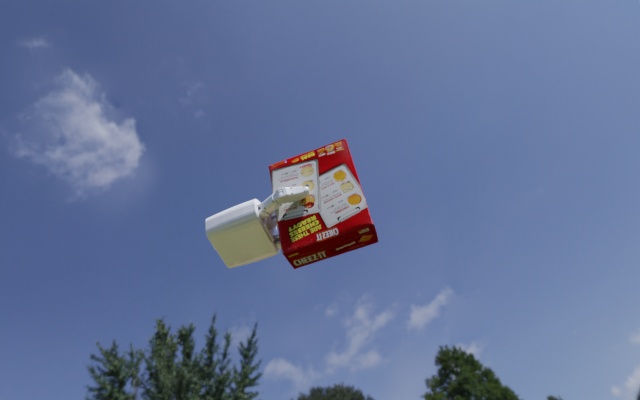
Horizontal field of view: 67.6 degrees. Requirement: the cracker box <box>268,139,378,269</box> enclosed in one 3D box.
[{"bbox_3d":[0.000,0.003,0.889,0.164,0.213,0.072,-19,-39,6],"label":"cracker box"}]
